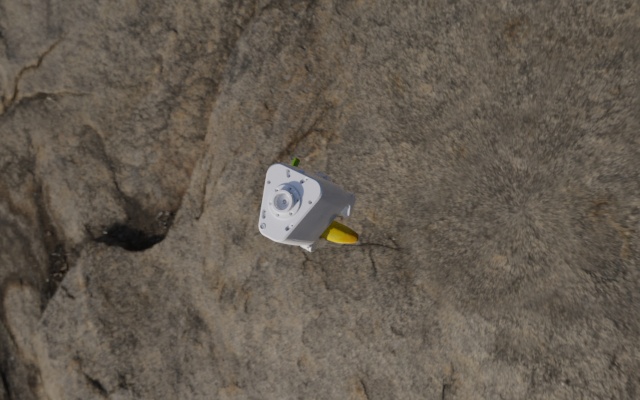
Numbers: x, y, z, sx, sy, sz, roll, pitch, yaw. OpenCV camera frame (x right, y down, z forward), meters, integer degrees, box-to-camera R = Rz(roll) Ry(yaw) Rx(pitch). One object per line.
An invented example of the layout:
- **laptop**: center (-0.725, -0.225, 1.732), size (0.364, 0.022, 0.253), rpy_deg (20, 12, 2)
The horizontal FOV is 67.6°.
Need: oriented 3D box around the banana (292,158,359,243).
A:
- **banana**: center (-0.016, 0.012, 0.840), size (0.069, 0.197, 0.037), rpy_deg (-41, -20, 8)
